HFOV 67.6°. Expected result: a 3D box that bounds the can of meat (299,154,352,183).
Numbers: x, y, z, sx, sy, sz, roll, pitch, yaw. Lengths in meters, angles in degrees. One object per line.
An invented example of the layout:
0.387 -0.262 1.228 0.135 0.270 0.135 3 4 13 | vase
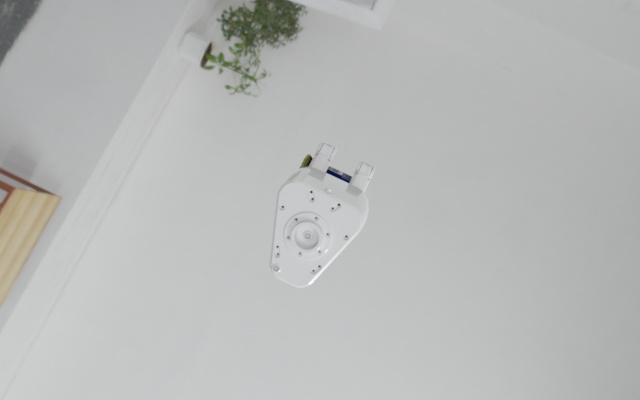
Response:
0.000 0.002 0.634 0.084 0.102 0.057 25 9 2 | can of meat
